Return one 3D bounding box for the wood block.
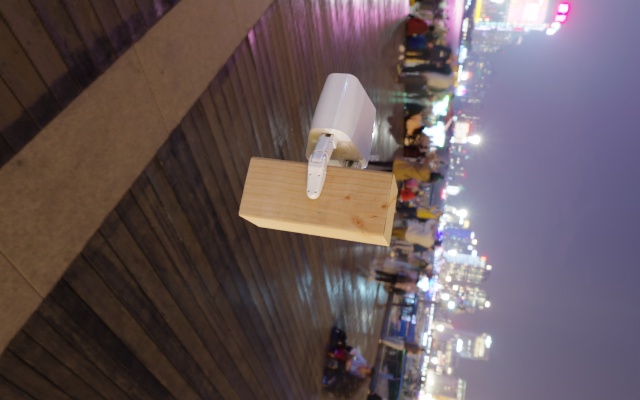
[{"bbox_3d":[0.000,0.002,0.692,0.206,0.090,0.091,7,-13,14],"label":"wood block"}]
